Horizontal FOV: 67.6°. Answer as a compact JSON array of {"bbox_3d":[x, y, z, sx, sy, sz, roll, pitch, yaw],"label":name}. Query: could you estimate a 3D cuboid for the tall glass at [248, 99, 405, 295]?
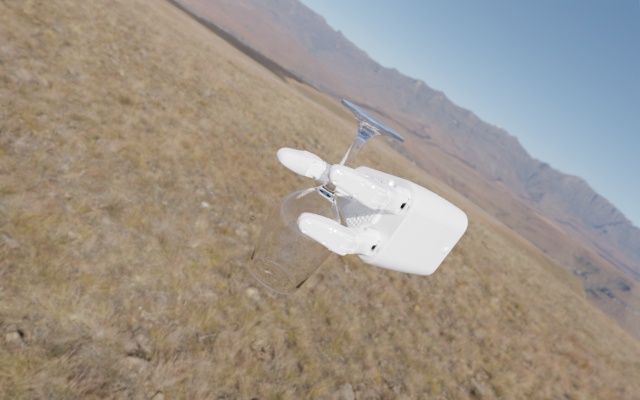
[{"bbox_3d":[0.000,0.001,0.495,0.079,0.201,0.079,31,15,-9],"label":"tall glass"}]
